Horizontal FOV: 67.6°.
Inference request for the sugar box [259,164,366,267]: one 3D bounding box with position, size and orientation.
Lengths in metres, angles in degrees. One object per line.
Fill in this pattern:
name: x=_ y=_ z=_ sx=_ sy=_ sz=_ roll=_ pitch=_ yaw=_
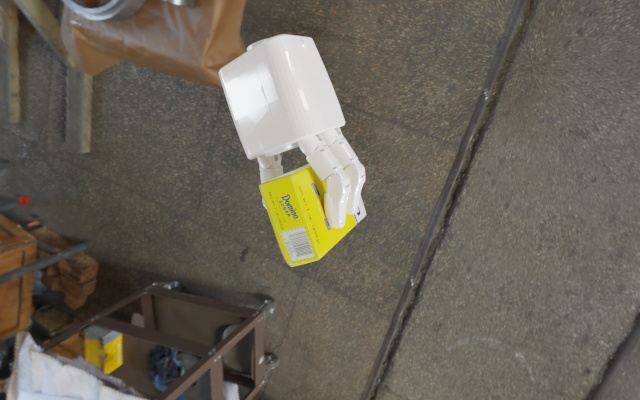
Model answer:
sugar box: x=0.000 y=0.002 z=0.558 sx=0.048 sy=0.093 sz=0.176 roll=-15 pitch=8 yaw=27
